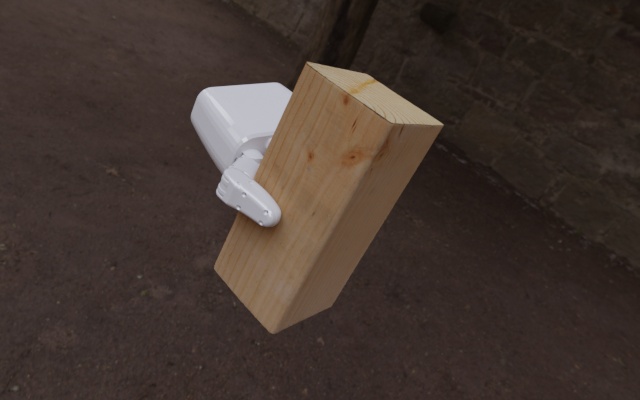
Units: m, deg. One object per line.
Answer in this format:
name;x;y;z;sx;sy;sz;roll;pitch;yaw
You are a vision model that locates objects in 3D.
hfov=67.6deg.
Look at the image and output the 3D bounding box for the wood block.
wood block;0.000;0.001;0.409;0.090;0.206;0.091;41;28;26
